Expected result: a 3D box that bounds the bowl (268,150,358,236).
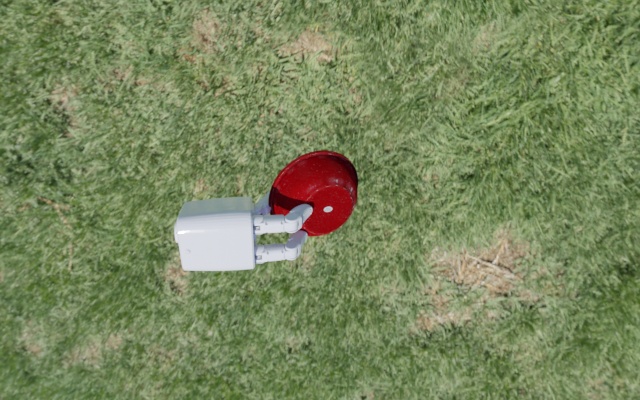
[{"bbox_3d":[0.002,0.002,0.773,0.162,0.162,0.055,0,31,-28],"label":"bowl"}]
